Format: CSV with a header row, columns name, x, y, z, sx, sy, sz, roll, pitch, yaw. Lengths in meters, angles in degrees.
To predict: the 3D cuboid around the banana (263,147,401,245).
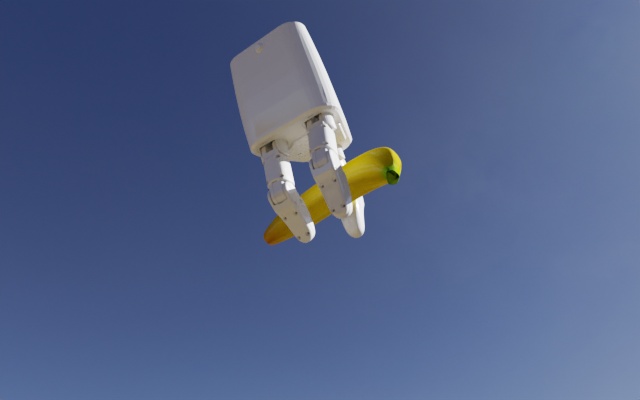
name,x,y,z,sx,sy,sz,roll,pitch,yaw
banana,0.013,-0.007,0.472,0.069,0.037,0.198,-34,2,-44
